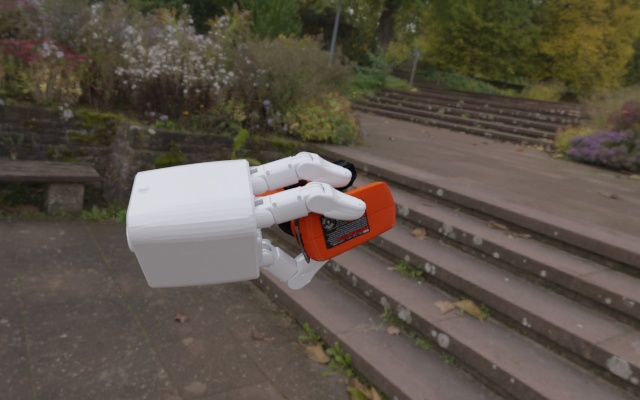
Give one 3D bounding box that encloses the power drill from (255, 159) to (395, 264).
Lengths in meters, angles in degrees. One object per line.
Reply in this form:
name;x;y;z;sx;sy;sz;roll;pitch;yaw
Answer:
power drill;0.000;0.002;0.545;0.184;0.057;0.187;-24;18;-24
